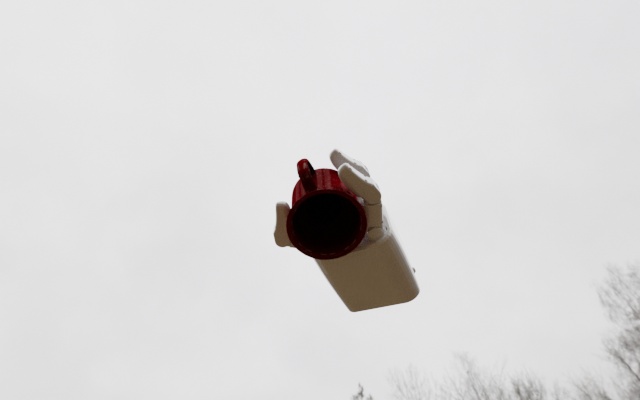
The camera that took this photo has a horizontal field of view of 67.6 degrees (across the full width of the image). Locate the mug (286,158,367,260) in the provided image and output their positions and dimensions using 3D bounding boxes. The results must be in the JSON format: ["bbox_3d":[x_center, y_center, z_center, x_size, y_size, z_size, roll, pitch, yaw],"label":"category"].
[{"bbox_3d":[-0.001,0.001,0.575,0.093,0.117,0.081,-25,25,9],"label":"mug"}]
